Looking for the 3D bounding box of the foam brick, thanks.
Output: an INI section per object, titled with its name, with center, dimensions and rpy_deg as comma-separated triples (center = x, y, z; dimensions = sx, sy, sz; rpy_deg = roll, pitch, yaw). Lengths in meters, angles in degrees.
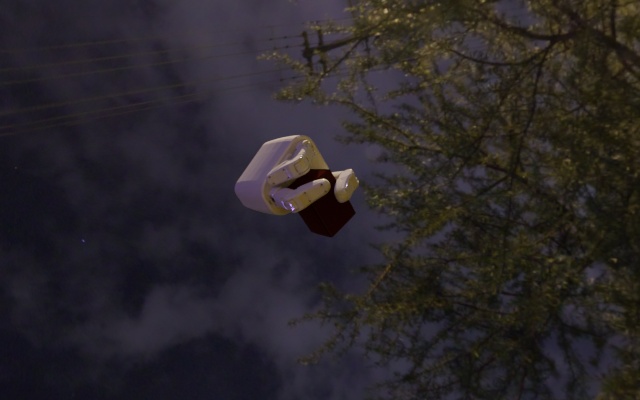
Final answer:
[foam brick]
center = 0.000, 0.002, 0.648
dimensions = 0.053, 0.078, 0.051
rpy_deg = -41, 23, -24
